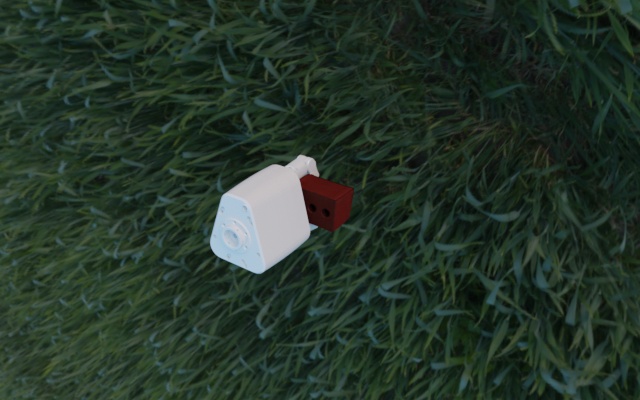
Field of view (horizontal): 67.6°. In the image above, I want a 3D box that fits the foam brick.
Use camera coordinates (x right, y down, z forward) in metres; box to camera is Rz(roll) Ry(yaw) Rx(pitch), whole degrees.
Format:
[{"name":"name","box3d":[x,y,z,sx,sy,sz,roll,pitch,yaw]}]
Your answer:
[{"name":"foam brick","box3d":[0.000,0.002,0.685,0.078,0.053,0.051,19,30,24]}]
